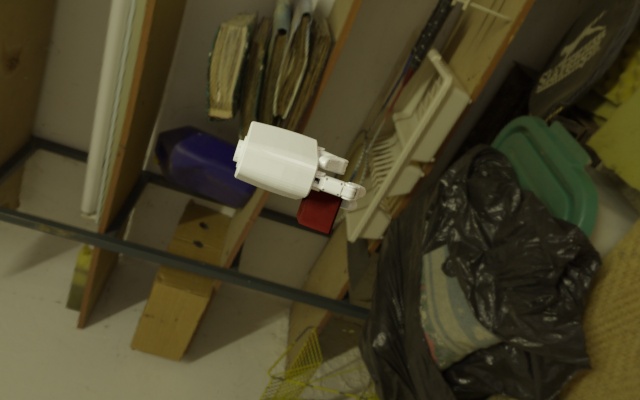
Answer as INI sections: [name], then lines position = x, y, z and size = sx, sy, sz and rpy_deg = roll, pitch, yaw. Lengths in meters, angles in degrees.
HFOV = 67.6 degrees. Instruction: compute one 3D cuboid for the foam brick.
[foam brick]
position = 0.000, 0.003, 0.730
size = 0.051, 0.078, 0.053
rpy_deg = 17, 11, -12
